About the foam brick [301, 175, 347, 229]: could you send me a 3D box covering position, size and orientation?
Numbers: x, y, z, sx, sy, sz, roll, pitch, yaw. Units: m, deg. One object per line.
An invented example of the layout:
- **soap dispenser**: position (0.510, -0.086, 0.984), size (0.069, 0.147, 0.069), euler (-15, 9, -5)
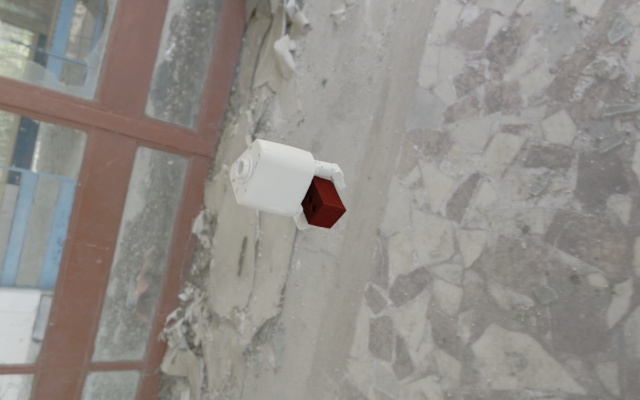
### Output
- **foam brick**: position (0.000, 0.003, 0.844), size (0.051, 0.078, 0.053), euler (14, -53, -36)
